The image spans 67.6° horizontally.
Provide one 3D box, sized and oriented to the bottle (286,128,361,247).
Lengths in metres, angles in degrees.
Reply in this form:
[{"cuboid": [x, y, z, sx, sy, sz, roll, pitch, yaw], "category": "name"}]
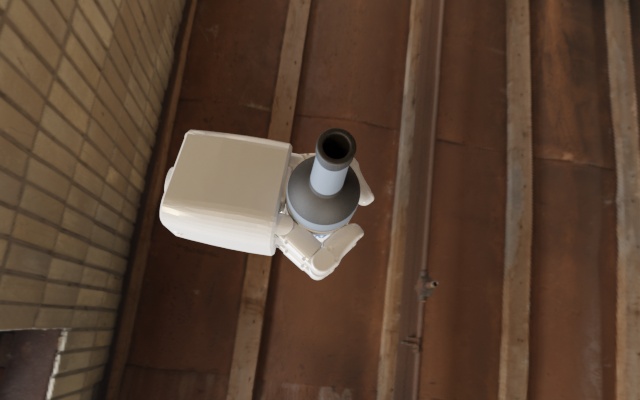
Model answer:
[{"cuboid": [0.000, 0.002, 0.463, 0.069, 0.069, 0.296, 0, -15, -4], "category": "bottle"}]
